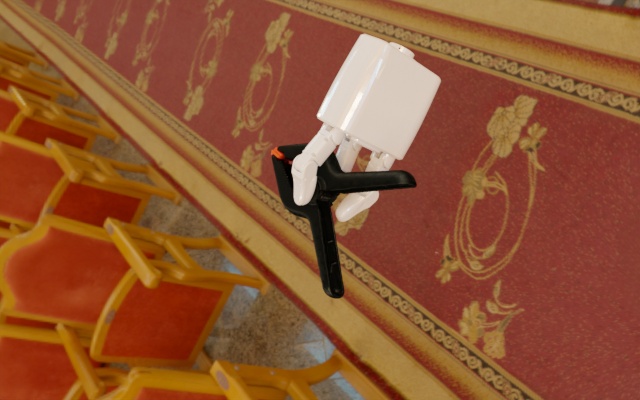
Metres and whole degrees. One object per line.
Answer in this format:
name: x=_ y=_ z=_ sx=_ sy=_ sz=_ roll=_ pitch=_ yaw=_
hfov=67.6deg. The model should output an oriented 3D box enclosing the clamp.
clamp: x=-0.001 y=0.001 z=0.572 sx=0.036 sy=0.164 sz=0.210 roll=14 pitch=17 yaw=-47
